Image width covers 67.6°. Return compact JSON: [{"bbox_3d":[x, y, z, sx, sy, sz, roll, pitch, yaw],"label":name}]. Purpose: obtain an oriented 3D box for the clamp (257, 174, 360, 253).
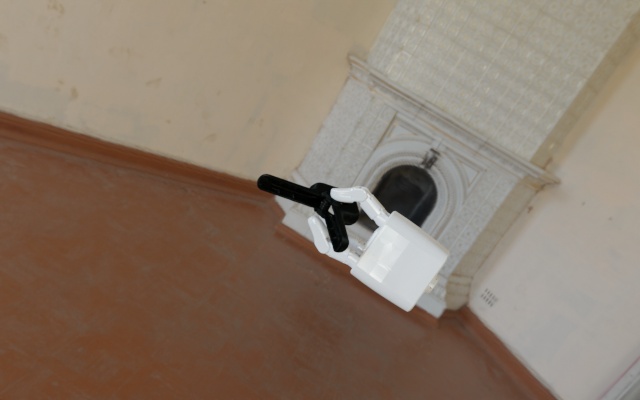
[{"bbox_3d":[0.001,0.002,0.753,0.164,0.036,0.210,38,19,9],"label":"clamp"}]
